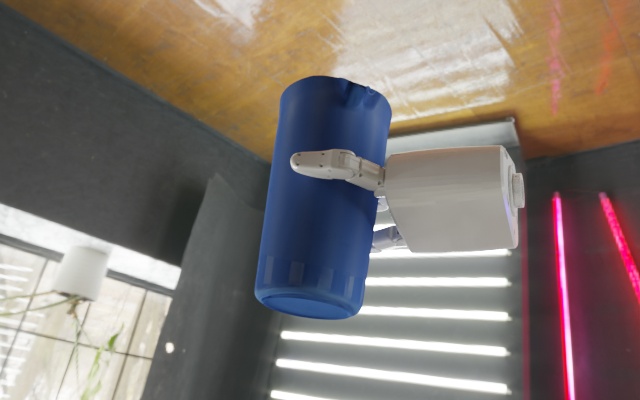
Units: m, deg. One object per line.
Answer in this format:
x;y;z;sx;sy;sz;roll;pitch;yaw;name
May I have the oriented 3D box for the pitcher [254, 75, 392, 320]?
0.000;0.002;0.526;0.145;0.242;0.149;-5;-28;27;pitcher
